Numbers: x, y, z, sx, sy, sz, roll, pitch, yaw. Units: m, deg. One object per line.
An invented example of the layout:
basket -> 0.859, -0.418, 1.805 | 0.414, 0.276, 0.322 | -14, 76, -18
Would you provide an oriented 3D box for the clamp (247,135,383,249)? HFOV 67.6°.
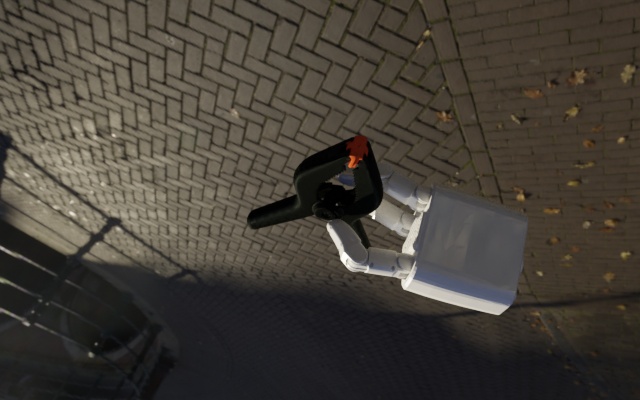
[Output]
clamp -> 0.000, 0.002, 0.521 | 0.164, 0.036, 0.210 | 15, -34, 0
